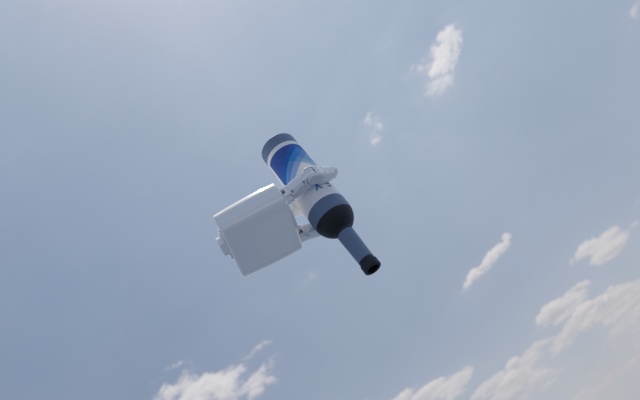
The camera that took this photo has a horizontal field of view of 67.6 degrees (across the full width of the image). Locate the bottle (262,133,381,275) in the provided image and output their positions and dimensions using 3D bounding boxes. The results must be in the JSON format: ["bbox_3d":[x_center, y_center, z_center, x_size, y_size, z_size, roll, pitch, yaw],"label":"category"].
[{"bbox_3d":[0.000,0.002,0.757,0.069,0.069,0.295,0,40,-41],"label":"bottle"}]
